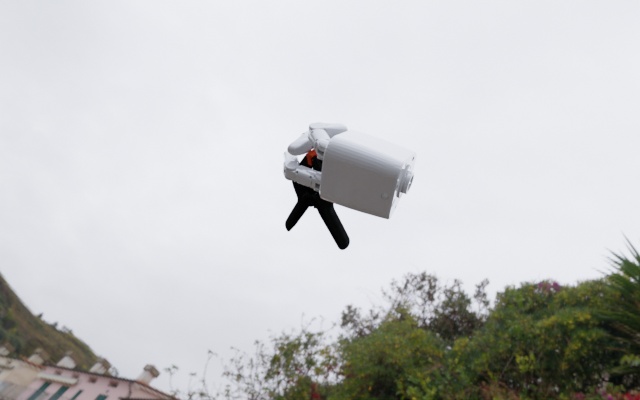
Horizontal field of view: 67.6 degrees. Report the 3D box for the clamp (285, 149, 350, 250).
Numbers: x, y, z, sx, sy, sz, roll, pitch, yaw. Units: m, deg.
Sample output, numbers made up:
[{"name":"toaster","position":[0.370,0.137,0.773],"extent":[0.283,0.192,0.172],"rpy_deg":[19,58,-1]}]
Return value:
[{"name":"clamp","position":[0.000,0.002,0.754],"extent":[0.120,0.172,0.039],"rpy_deg":[20,41,16]}]
